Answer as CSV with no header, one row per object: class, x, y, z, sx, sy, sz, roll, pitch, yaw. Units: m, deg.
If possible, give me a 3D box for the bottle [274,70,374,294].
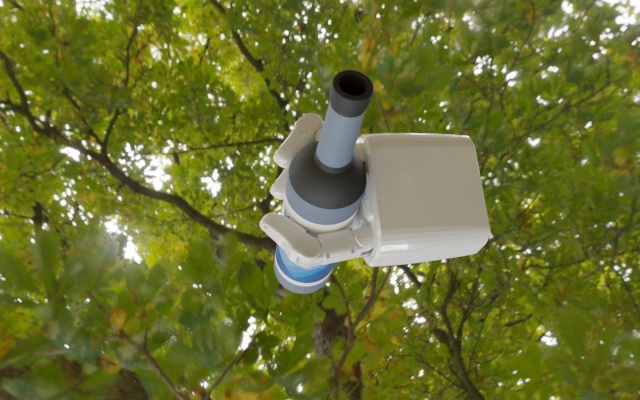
bottle,0.000,0.002,0.429,0.069,0.069,0.296,0,-31,-10
